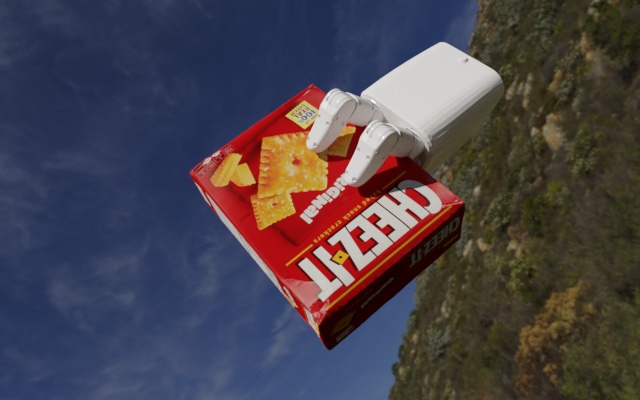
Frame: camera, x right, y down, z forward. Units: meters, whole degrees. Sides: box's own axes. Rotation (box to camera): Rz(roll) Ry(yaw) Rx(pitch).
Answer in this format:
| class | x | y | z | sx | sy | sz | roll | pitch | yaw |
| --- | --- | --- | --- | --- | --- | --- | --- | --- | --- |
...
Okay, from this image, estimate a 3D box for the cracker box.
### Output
| class | x | y | z | sx | sy | sz | roll | pitch | yaw |
| --- | --- | --- | --- | --- | --- | --- | --- | --- | --- |
| cracker box | 0.000 | 0.001 | 0.457 | 0.164 | 0.213 | 0.072 | -38 | -32 | -14 |
